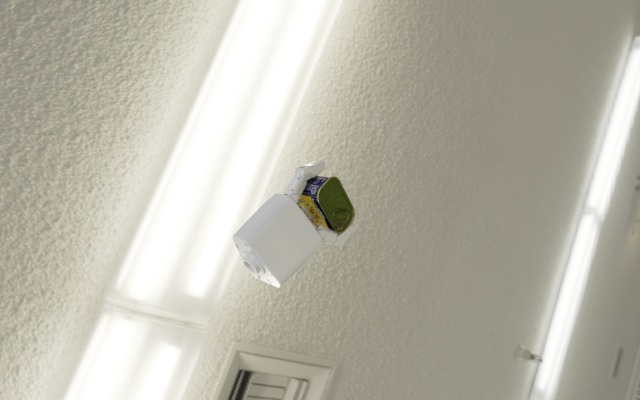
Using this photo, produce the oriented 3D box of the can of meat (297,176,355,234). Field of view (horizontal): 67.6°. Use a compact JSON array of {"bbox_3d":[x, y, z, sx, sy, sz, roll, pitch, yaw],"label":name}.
[{"bbox_3d":[0.000,0.003,0.832,0.084,0.102,0.057,12,51,45],"label":"can of meat"}]
